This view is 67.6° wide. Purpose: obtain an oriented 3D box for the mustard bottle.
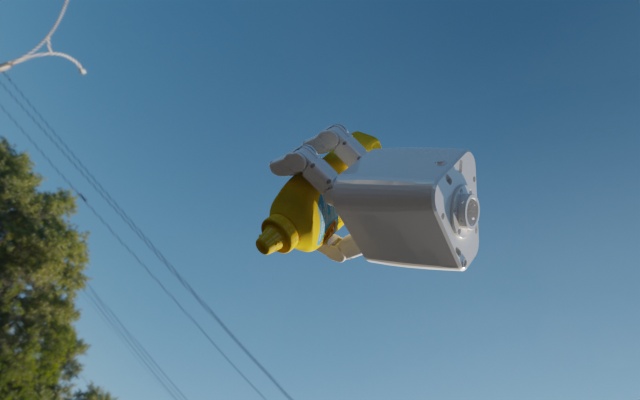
[{"bbox_3d":[0.000,0.002,0.528,0.058,0.096,0.191,26,43,27],"label":"mustard bottle"}]
